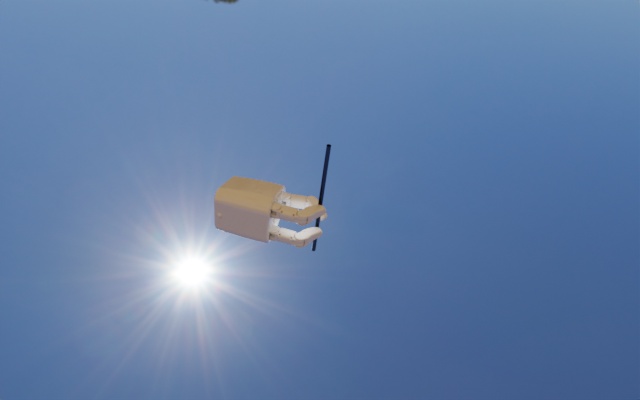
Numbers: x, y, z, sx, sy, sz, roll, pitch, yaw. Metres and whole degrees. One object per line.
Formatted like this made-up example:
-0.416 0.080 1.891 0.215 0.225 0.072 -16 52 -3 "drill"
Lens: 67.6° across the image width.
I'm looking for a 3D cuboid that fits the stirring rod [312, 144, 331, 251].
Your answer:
0.000 0.003 0.866 0.011 0.240 0.011 5 38 -4 "stirring rod"
